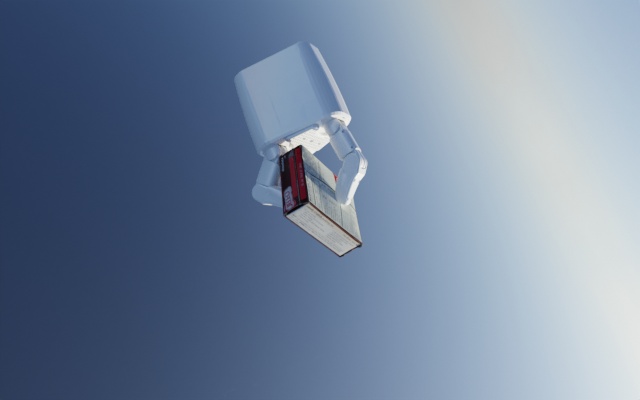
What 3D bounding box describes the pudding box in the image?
[{"bbox_3d":[0.000,0.002,0.555,0.039,0.090,0.113,-30,-45,24],"label":"pudding box"}]
